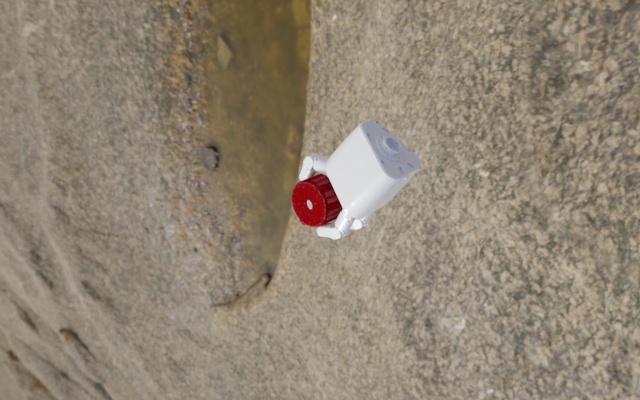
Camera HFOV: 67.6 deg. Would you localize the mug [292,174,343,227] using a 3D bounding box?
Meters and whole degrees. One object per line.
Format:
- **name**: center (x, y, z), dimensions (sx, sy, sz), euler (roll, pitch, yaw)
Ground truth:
- **mug**: center (-0.001, 0.003, 0.817), dimensions (0.081, 0.093, 0.117), euler (-22, -20, -44)
